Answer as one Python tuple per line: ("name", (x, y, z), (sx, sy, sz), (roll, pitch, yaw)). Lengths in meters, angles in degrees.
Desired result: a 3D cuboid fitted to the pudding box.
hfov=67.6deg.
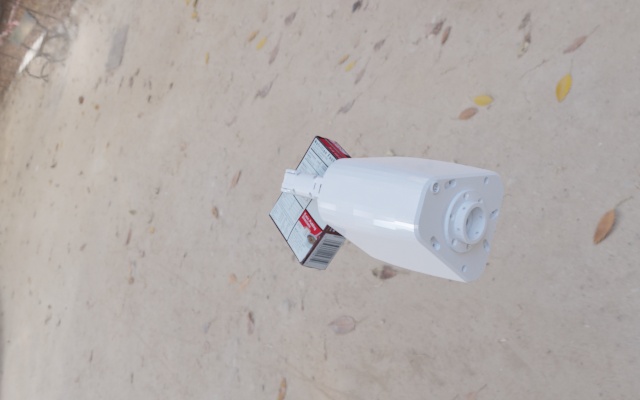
("pudding box", (0.000, 0.002, 0.505), (0.039, 0.113, 0.090), (16, 26, -41))
